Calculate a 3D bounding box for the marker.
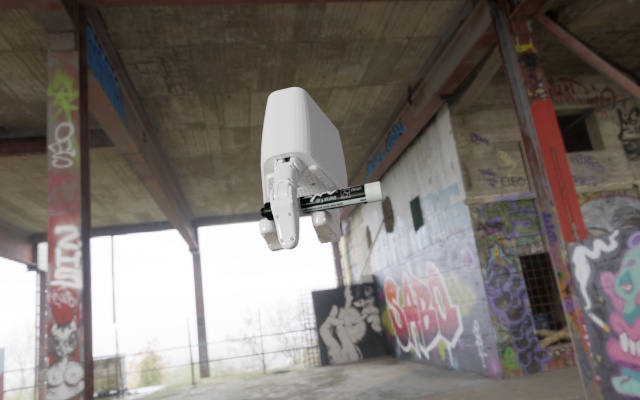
[{"bbox_3d":[0.000,0.002,0.466,0.121,0.020,0.020,-10,-2,9],"label":"marker"}]
